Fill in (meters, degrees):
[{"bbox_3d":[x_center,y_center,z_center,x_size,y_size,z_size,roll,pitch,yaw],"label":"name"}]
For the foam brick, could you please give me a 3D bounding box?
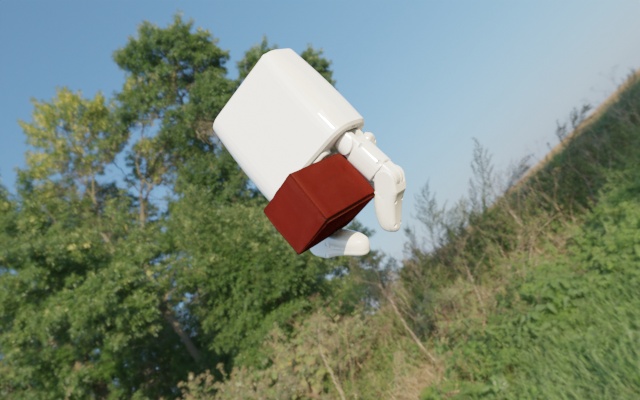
[{"bbox_3d":[0.000,0.001,0.416,0.078,0.051,0.053,-28,-17,-49],"label":"foam brick"}]
